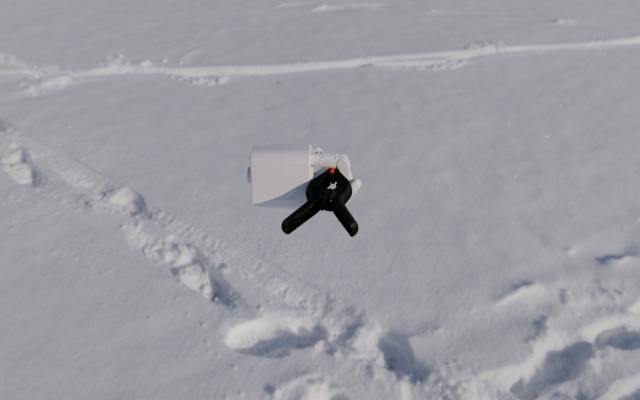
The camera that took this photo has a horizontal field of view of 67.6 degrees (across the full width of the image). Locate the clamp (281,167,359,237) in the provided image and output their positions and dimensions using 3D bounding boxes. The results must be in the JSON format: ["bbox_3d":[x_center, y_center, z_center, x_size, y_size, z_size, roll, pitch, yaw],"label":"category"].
[{"bbox_3d":[0.000,0.002,0.790,0.120,0.039,0.171,1,35,1],"label":"clamp"}]
